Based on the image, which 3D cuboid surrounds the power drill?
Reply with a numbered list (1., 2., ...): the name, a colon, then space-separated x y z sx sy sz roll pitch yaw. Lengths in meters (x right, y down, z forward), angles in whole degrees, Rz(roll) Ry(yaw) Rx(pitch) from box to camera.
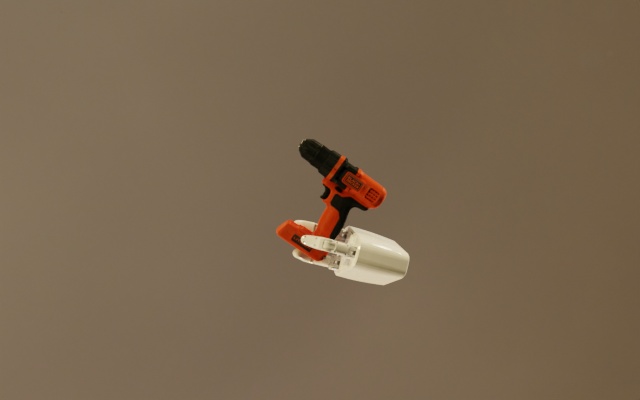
1. power drill: 0.000 0.003 0.882 0.184 0.188 0.057 35 11 -1
